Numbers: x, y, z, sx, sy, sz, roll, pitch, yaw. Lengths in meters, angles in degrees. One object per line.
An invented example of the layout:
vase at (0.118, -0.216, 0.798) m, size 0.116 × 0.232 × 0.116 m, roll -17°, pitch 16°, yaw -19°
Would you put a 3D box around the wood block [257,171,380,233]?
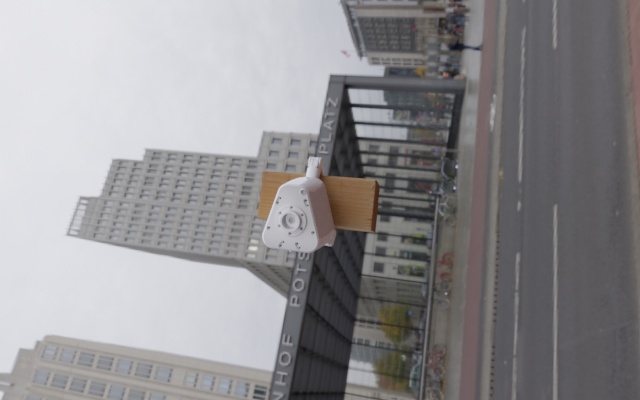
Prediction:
wood block at (0.000, 0.003, 0.881) m, size 0.206 × 0.091 × 0.090 m, roll 6°, pitch -5°, yaw 12°
